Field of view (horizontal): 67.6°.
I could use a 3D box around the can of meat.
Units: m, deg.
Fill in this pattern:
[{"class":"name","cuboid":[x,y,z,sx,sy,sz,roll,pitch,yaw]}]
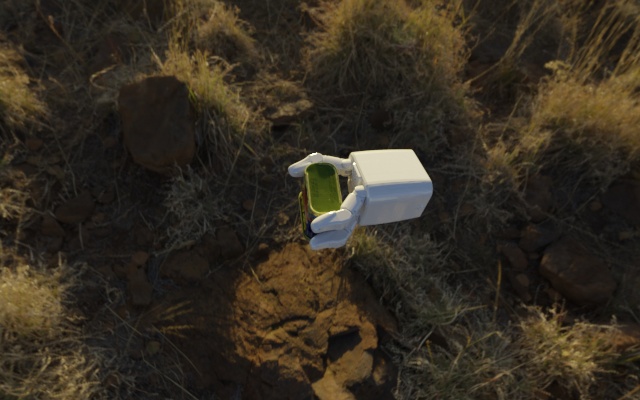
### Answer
[{"class":"can of meat","cuboid":[0.000,0.002,0.749,0.057,0.102,0.084,-2,-32,-9]}]
